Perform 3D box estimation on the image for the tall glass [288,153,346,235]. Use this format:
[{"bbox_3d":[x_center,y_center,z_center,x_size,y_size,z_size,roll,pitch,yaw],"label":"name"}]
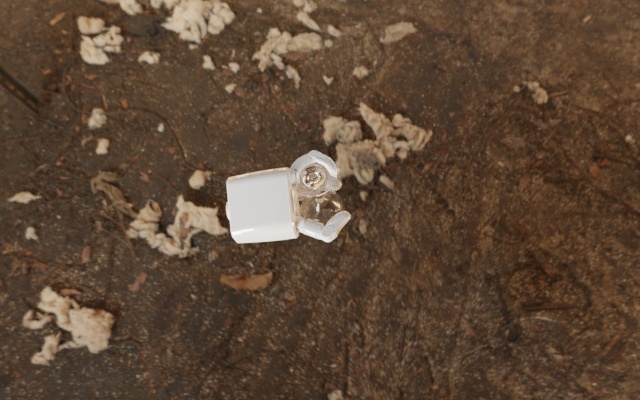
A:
[{"bbox_3d":[0.000,0.002,0.801,0.079,0.079,0.201,0,-25,8],"label":"tall glass"}]
